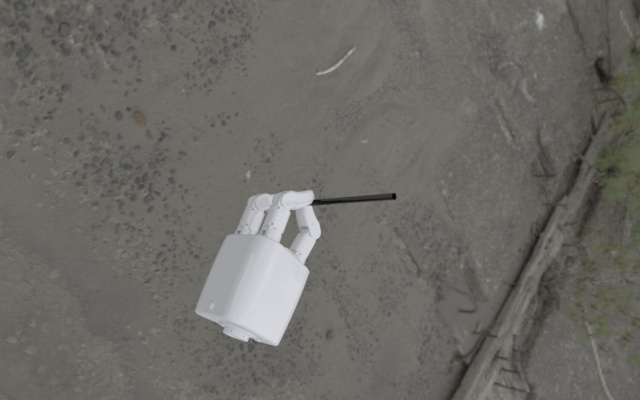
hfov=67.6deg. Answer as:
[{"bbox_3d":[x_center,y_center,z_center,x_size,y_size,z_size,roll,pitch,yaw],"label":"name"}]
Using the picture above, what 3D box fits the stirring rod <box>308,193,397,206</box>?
[{"bbox_3d":[0.000,0.002,0.618,0.011,0.011,0.239,0,-3,-43],"label":"stirring rod"}]
